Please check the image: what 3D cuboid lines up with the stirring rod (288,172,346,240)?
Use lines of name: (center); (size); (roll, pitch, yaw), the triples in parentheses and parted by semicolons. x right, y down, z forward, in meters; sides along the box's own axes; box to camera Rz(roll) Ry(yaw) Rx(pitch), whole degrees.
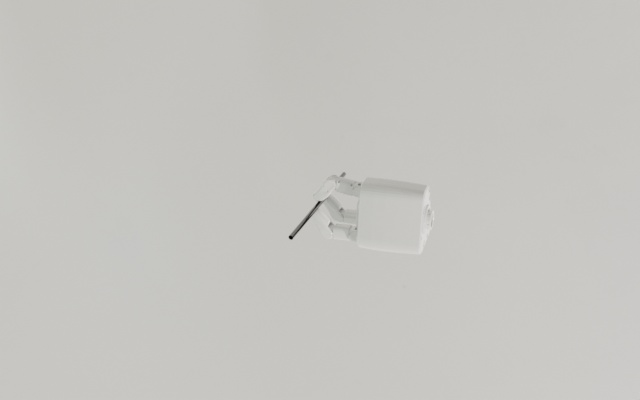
stirring rod: (0.000, 0.003, 0.829); (0.011, 0.011, 0.239); (0, 27, 25)
